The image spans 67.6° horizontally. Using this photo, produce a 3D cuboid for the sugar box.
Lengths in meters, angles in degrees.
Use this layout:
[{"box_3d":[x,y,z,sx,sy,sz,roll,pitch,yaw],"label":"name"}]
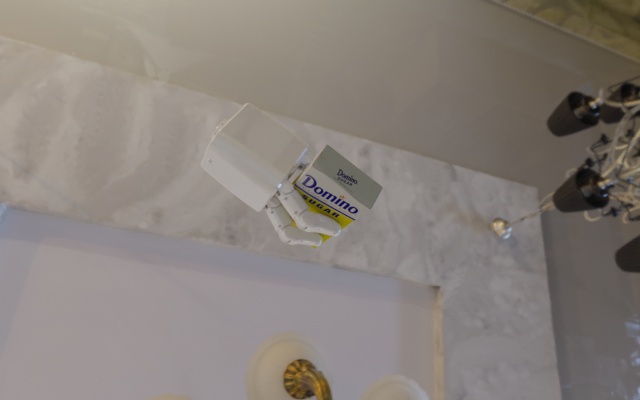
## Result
[{"box_3d":[0.000,0.003,0.657,0.093,0.048,0.176,37,-30,-6],"label":"sugar box"}]
